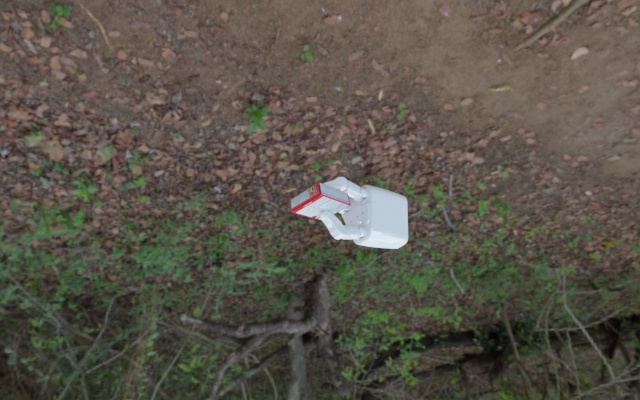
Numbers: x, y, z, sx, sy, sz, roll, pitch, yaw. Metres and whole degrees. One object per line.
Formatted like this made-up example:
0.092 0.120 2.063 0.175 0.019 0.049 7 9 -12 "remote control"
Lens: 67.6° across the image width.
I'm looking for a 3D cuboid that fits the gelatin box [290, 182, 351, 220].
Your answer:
0.000 0.003 0.880 0.073 0.030 0.089 -30 -30 32 "gelatin box"
